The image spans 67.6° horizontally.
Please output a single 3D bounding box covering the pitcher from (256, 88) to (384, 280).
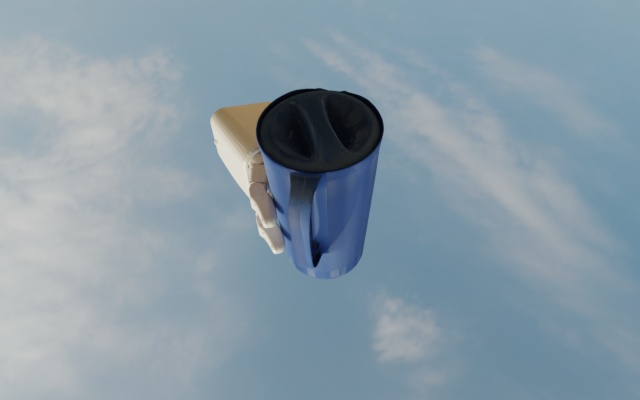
[{"bbox_3d":[0.000,0.002,0.579,0.149,0.243,0.145,-29,55,-20],"label":"pitcher"}]
